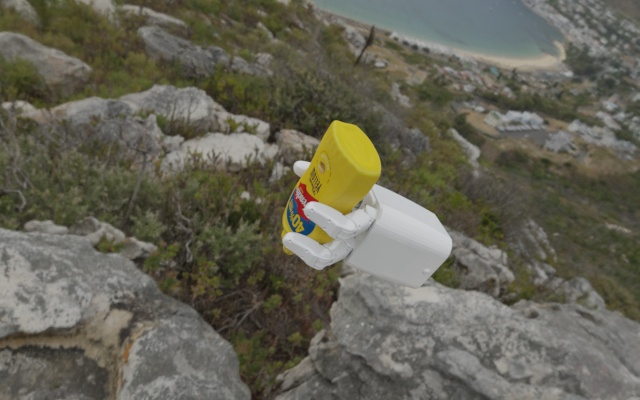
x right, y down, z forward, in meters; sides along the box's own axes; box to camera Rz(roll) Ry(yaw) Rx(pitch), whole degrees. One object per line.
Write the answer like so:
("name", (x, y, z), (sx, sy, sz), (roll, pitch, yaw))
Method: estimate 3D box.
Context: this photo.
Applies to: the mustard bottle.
("mustard bottle", (0.000, 0.002, 0.596), (0.058, 0.096, 0.192), (7, -48, -31))
